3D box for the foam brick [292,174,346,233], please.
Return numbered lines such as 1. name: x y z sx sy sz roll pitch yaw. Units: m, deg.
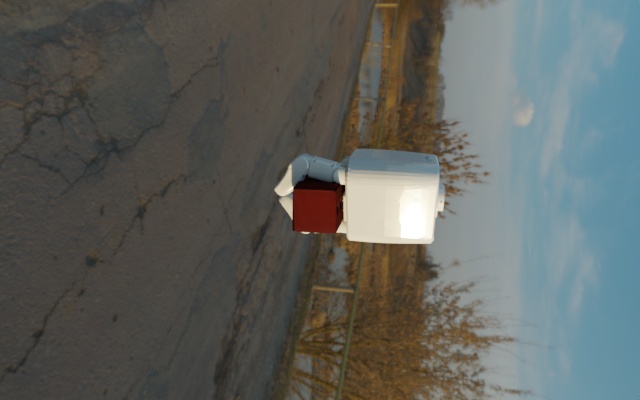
1. foam brick: 0.000 0.002 0.572 0.051 0.053 0.078 4 17 10
